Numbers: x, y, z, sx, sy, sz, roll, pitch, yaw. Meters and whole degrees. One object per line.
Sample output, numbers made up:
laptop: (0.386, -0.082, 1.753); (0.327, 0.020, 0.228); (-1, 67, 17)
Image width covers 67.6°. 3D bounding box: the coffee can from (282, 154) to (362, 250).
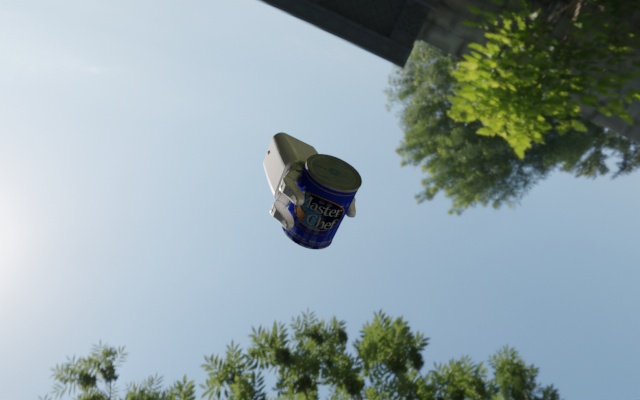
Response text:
coffee can: (0.000, 0.003, 0.855); (0.103, 0.140, 0.102); (17, 33, -12)
